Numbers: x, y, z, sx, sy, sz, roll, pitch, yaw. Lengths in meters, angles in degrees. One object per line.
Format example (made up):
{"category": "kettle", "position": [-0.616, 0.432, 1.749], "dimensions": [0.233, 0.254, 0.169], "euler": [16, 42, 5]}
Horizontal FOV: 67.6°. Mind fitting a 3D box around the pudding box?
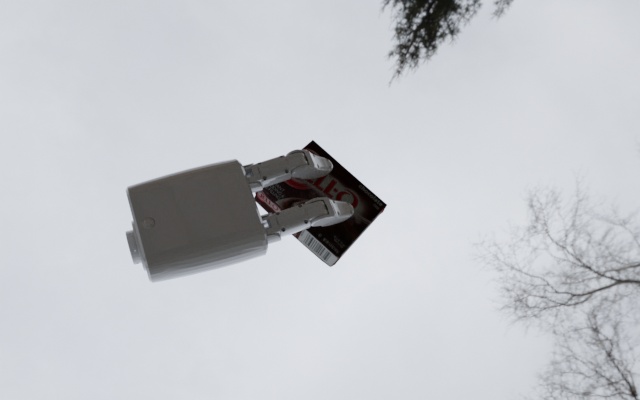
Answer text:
{"category": "pudding box", "position": [0.000, 0.002, 0.512], "dimensions": [0.090, 0.113, 0.039], "euler": [-44, -6, -30]}
